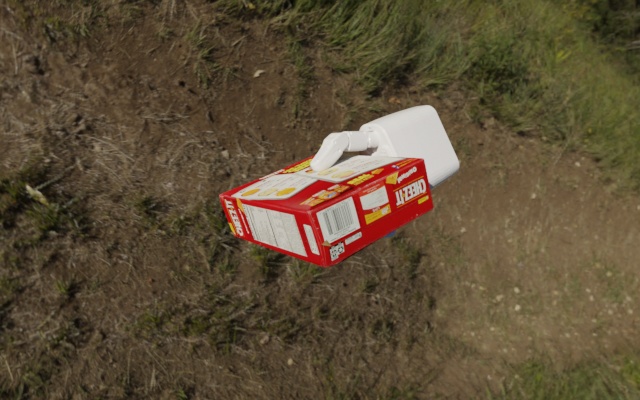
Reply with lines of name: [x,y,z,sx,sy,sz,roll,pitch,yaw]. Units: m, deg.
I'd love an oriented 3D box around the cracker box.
cracker box: [0.000,0.002,0.581,0.164,0.072,0.213,-25,19,-31]
